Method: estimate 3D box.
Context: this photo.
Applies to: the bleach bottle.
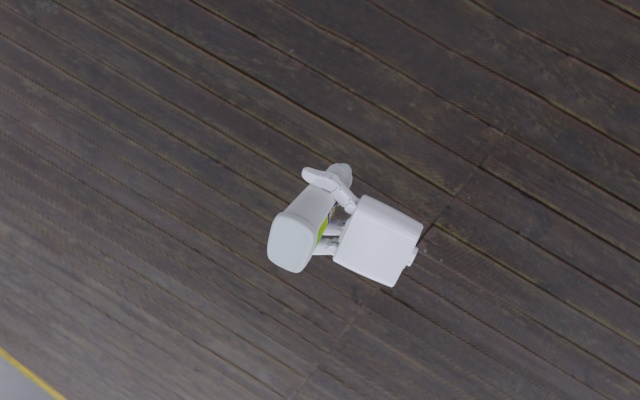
[{"bbox_3d":[0.000,0.003,0.779,0.068,0.103,0.250,25,39,8],"label":"bleach bottle"}]
